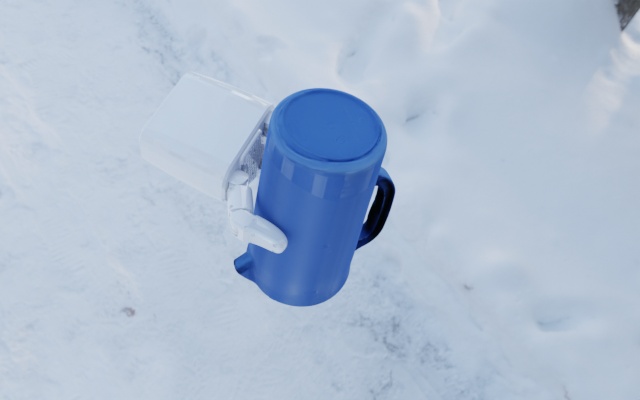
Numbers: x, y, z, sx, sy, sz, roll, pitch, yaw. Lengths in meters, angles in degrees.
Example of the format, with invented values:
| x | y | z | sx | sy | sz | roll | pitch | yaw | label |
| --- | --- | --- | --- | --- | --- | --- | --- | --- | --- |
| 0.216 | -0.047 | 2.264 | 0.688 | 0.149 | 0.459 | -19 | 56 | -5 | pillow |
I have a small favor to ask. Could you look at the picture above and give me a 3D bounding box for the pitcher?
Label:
| x | y | z | sx | sy | sz | roll | pitch | yaw | label |
| --- | --- | --- | --- | --- | --- | --- | --- | --- | --- |
| 0.000 | 0.002 | 0.518 | 0.145 | 0.149 | 0.243 | 26 | -37 | 8 | pitcher |
